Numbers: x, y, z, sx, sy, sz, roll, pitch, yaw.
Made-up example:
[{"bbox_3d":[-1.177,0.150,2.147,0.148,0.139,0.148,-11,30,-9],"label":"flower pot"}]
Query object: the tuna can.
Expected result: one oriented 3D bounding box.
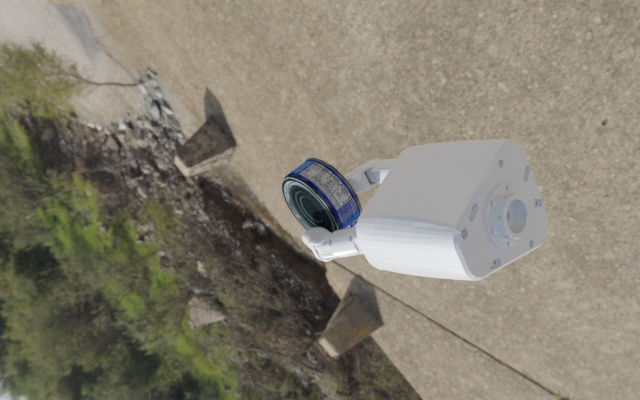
[{"bbox_3d":[0.000,0.002,0.483,0.033,0.086,0.086,-39,19,-24],"label":"tuna can"}]
